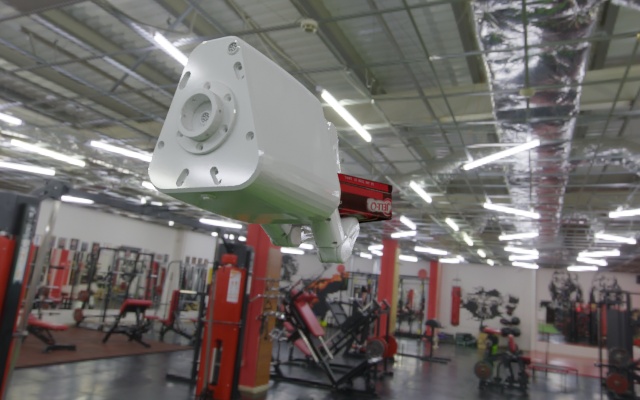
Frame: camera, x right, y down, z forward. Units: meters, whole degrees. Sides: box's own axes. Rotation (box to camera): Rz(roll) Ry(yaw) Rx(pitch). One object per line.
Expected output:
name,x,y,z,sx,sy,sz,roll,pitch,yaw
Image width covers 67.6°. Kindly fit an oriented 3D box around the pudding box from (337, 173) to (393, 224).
pudding box,0.000,0.001,0.462,0.090,0.039,0.113,12,-12,-34
